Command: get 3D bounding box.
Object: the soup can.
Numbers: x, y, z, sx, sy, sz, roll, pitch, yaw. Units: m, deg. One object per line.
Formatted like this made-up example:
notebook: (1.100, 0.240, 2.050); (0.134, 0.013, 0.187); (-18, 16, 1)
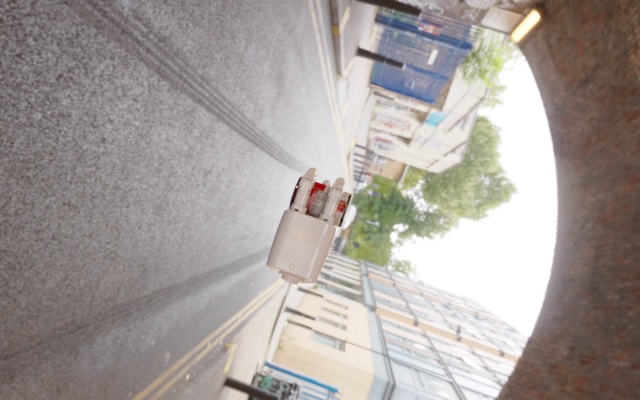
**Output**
soup can: (0.001, 0.003, 0.887); (0.102, 0.068, 0.068); (19, 1, 5)
